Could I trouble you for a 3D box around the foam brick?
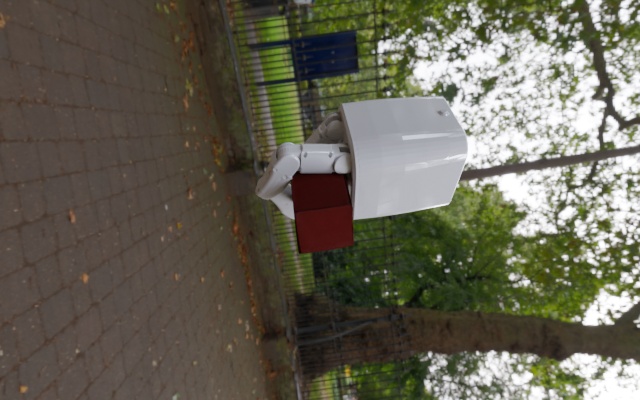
[{"bbox_3d":[0.000,0.002,0.442,0.051,0.053,0.078,-6,42,-3],"label":"foam brick"}]
